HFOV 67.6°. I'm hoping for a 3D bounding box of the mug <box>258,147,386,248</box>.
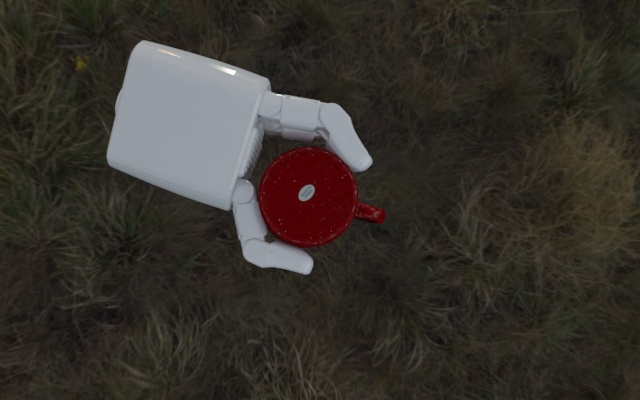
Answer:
[{"bbox_3d":[0.001,0.002,0.418,0.117,0.093,0.081,17,-2,-2],"label":"mug"}]
